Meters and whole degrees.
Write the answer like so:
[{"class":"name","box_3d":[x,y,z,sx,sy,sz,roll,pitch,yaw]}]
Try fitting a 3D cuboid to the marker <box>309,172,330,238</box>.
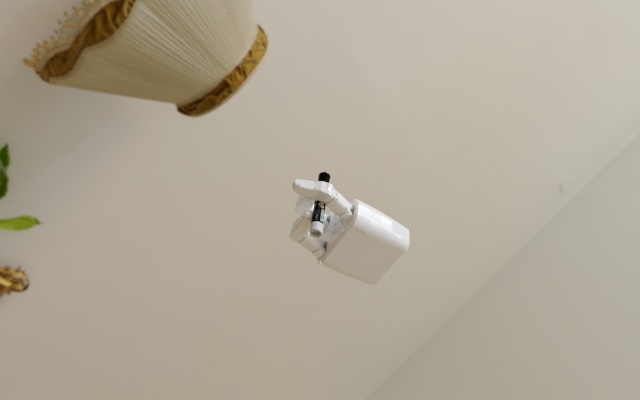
[{"class":"marker","box_3d":[0.000,0.002,0.703,0.020,0.121,0.020,5,-43,4]}]
